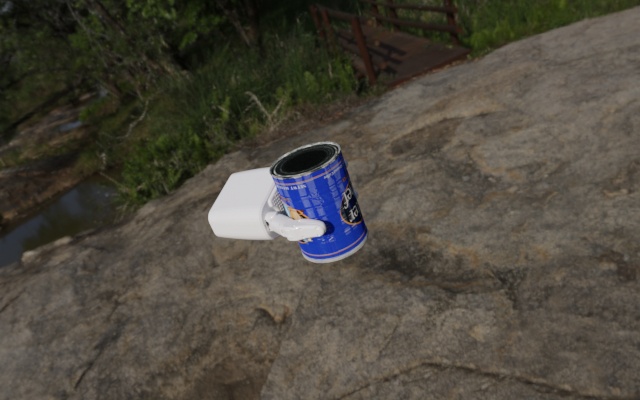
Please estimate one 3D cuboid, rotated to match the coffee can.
[{"bbox_3d":[0.000,0.002,0.674,0.103,0.140,0.102,-16,26,8],"label":"coffee can"}]
